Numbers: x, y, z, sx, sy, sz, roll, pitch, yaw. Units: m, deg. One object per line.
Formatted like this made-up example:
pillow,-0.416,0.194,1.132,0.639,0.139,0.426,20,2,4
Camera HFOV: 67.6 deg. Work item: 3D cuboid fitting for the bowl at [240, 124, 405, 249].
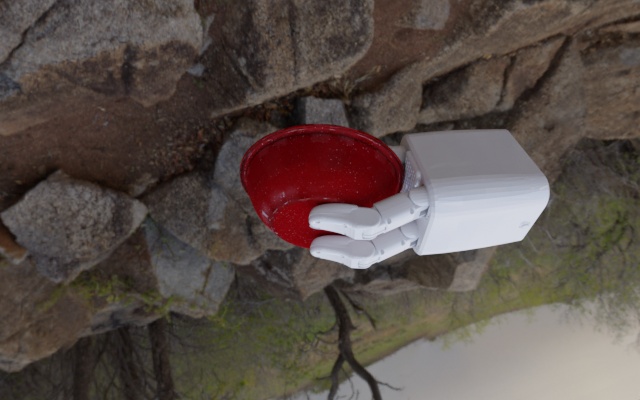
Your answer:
bowl,-0.001,0.002,0.456,0.162,0.055,0.162,2,-34,1
